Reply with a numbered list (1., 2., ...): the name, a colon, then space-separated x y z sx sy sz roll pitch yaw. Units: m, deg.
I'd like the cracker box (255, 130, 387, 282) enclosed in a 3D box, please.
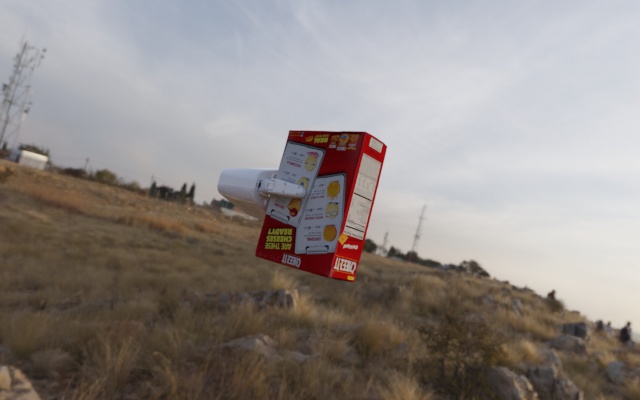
1. cracker box: 0.000 0.002 0.736 0.164 0.213 0.072 9 -8 43
